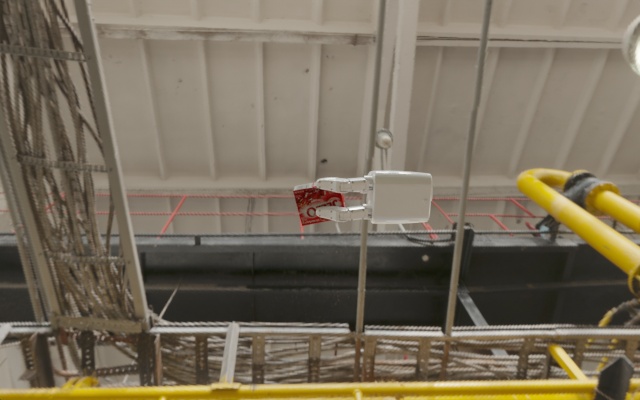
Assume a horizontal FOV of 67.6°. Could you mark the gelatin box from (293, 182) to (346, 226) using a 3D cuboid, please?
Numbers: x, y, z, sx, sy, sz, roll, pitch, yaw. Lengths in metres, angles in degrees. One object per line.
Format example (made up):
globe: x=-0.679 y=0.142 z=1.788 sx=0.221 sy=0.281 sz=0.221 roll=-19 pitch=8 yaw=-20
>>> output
gelatin box: x=0.000 y=0.003 z=0.894 sx=0.089 sy=0.073 sz=0.030 roll=-11 pitch=20 yaw=9
